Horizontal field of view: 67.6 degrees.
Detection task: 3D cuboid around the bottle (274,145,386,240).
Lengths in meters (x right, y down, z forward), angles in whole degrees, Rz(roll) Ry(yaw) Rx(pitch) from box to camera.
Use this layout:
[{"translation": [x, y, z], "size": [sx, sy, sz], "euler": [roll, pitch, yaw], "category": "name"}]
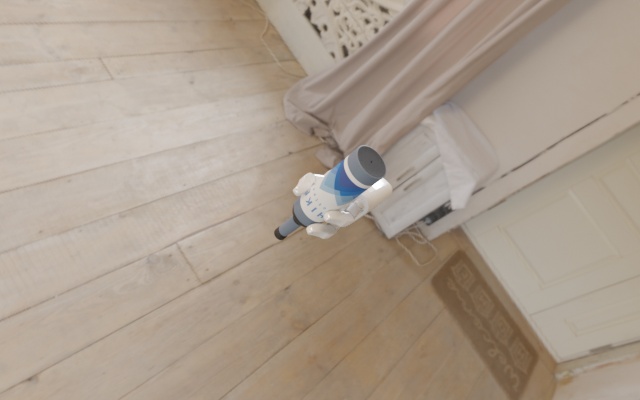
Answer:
[{"translation": [0.000, 0.003, 0.898], "size": [0.069, 0.069, 0.296], "euler": [0, -28, -41], "category": "bottle"}]
